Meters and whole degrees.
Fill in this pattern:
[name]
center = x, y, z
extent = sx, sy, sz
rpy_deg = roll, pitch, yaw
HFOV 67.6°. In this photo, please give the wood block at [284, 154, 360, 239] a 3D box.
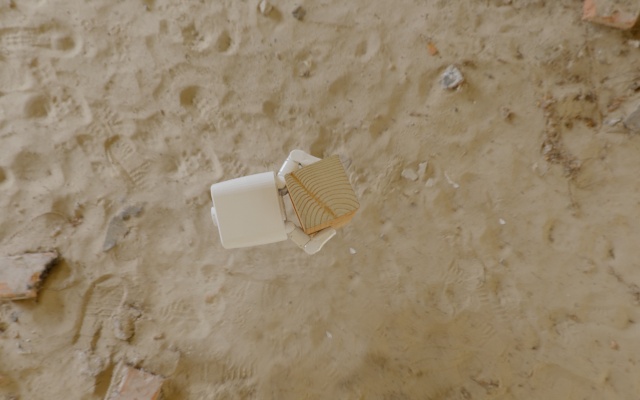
[wood block]
center = 0.000, 0.003, 0.806
extent = 0.090, 0.091, 0.206
rpy_deg = -22, -8, -4
